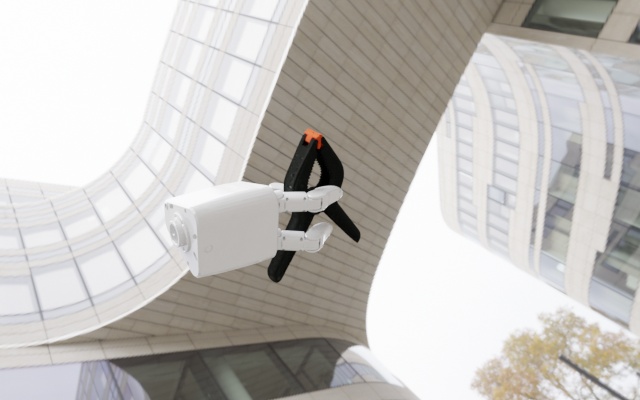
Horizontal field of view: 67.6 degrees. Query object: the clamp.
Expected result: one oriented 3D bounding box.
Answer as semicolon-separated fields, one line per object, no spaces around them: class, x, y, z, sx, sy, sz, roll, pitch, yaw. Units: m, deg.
clamp;-0.001;0.001;0.665;0.164;0.210;0.036;-16;33;-37
